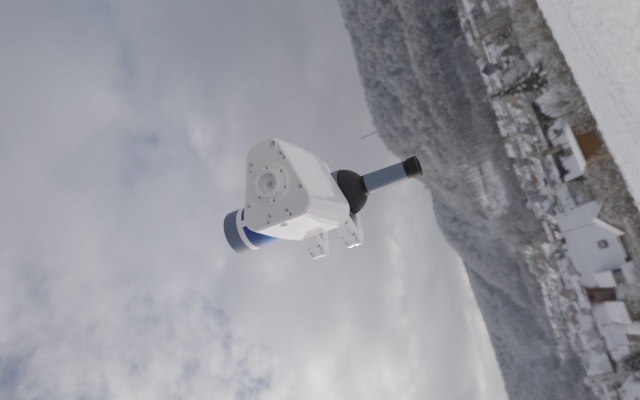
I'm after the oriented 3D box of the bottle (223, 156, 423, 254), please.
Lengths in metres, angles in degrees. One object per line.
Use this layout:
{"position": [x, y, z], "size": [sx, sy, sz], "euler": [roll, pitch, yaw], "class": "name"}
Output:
{"position": [0.000, 0.002, 0.675], "size": [0.296, 0.069, 0.069], "euler": [-21, -8, 22], "class": "bottle"}
